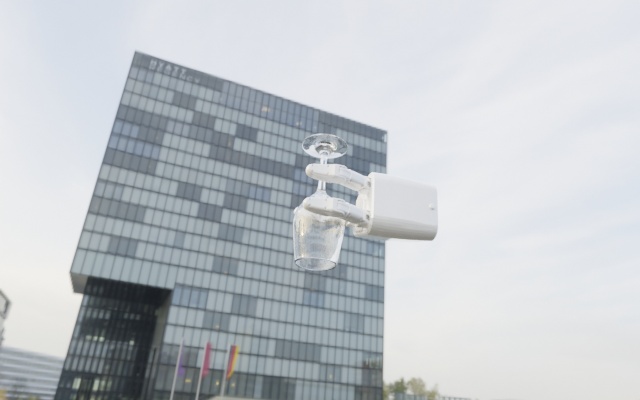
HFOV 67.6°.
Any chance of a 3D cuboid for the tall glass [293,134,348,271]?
[{"bbox_3d":[0.000,0.002,0.731,0.079,0.201,0.079,4,-24,2],"label":"tall glass"}]
